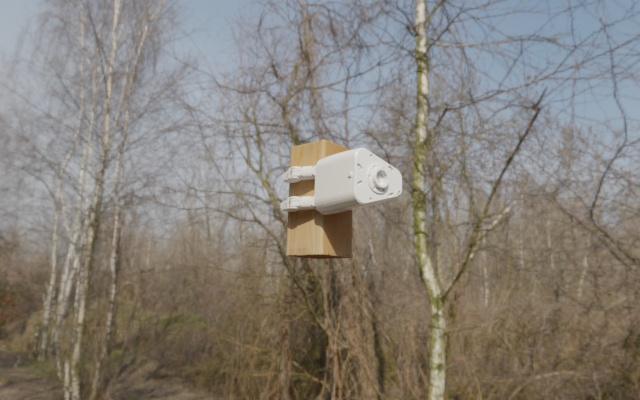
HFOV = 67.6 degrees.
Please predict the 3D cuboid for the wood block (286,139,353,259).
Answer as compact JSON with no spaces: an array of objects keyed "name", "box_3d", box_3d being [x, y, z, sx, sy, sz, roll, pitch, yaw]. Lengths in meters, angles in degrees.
[{"name":"wood block","box_3d":[0.001,0.003,0.894,0.090,0.206,0.091,-8,-14,41]}]
